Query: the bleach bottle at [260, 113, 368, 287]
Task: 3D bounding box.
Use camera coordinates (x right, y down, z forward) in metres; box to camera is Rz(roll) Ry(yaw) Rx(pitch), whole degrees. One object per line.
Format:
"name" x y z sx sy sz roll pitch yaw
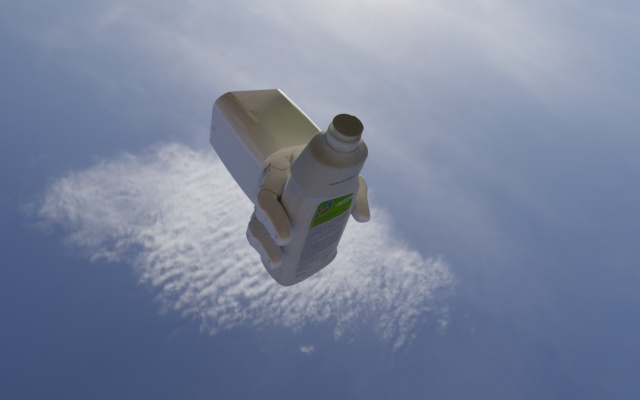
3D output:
"bleach bottle" 0.000 0.002 0.519 0.102 0.068 0.251 -30 -22 -32
